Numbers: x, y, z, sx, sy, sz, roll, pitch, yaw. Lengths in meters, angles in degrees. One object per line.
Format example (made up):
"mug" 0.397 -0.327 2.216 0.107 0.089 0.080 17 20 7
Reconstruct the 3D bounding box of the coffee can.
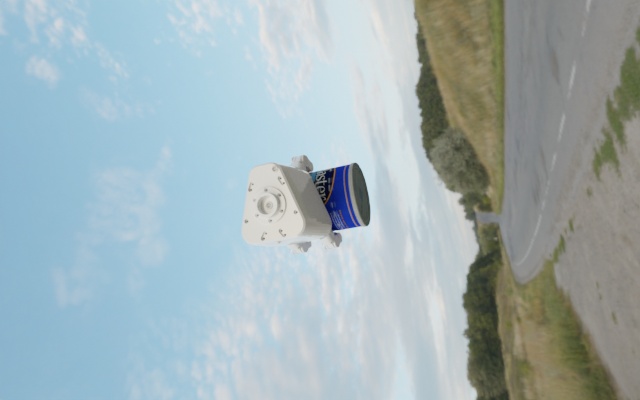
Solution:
"coffee can" 0.000 0.002 0.771 0.140 0.103 0.103 -11 -3 17
